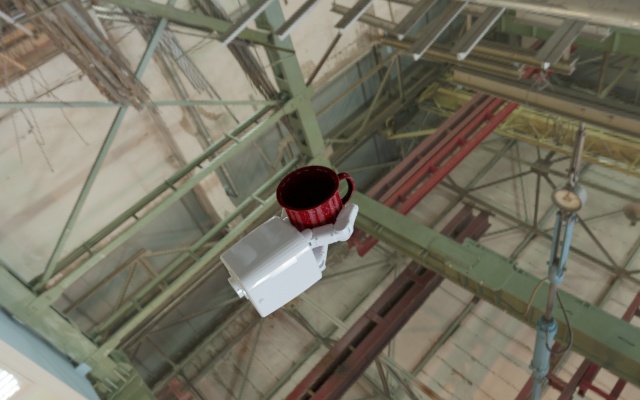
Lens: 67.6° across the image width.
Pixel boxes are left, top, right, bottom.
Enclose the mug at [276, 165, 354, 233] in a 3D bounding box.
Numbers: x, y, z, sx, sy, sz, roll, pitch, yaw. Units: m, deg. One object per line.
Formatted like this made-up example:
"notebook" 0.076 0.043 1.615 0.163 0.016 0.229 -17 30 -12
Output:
"mug" 0.001 0.002 0.708 0.117 0.082 0.093 -33 45 -15
